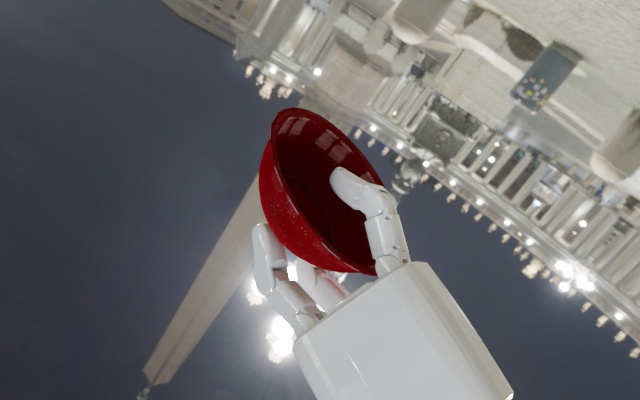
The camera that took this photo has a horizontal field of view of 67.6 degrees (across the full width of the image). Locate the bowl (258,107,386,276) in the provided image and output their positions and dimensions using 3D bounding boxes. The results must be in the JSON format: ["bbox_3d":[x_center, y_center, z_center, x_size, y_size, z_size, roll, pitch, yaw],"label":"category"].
[{"bbox_3d":[-0.001,0.000,0.412,0.055,0.162,0.162,-34,-18,29],"label":"bowl"}]
